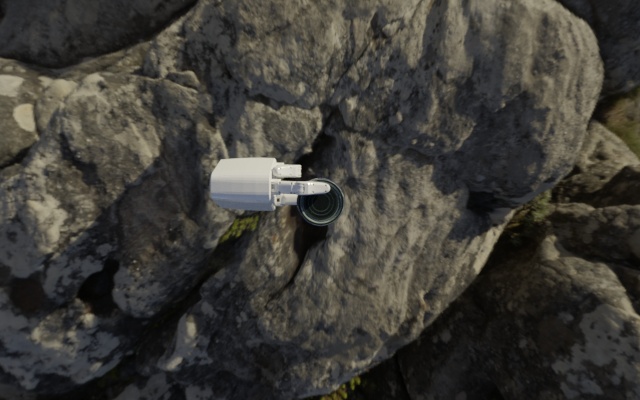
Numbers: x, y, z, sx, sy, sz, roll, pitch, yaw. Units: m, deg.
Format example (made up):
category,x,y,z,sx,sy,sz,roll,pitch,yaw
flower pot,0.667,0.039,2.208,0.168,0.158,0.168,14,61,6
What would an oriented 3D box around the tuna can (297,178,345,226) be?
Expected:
category,x,y,z,sx,sy,sz,roll,pitch,yaw
tuna can,0.000,0.003,0.850,0.086,0.086,0.034,0,3,-3
